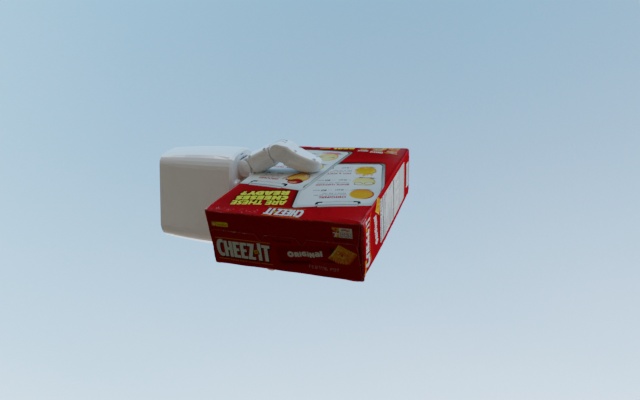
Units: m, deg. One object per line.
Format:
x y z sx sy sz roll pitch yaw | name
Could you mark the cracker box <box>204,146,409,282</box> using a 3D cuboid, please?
0.000 0.002 0.542 0.164 0.072 0.213 4 25 21 | cracker box
